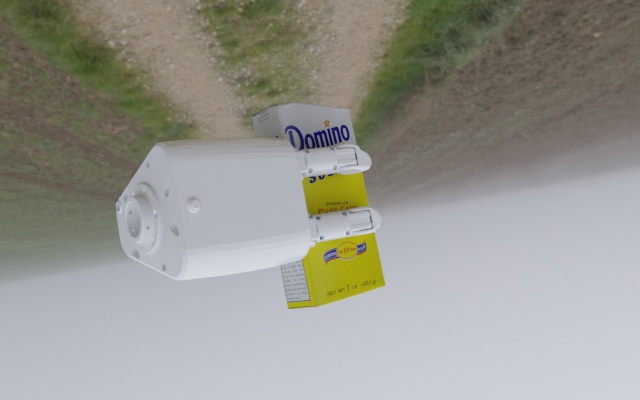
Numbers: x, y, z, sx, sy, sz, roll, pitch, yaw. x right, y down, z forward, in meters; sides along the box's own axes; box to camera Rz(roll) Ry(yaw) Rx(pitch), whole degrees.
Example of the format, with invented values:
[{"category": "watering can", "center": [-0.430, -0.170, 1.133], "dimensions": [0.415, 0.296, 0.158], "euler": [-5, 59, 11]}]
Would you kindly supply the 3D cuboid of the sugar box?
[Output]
[{"category": "sugar box", "center": [0.000, 0.001, 0.437], "dimensions": [0.093, 0.176, 0.048], "euler": [-7, -5, -44]}]
